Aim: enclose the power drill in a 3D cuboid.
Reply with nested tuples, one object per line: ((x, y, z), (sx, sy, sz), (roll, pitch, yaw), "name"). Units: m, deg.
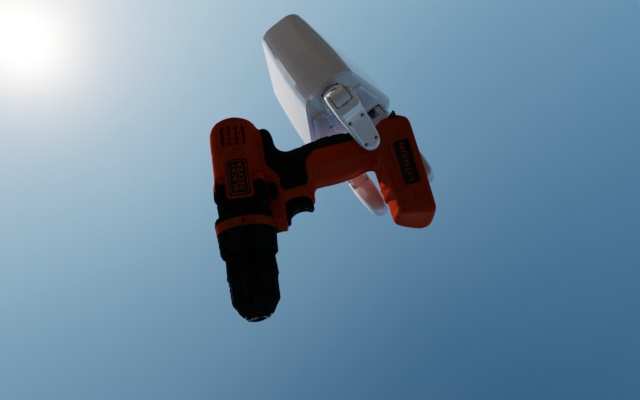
((0.000, 0.001, 0.422), (0.187, 0.184, 0.057), (-9, -19, -8), "power drill")
